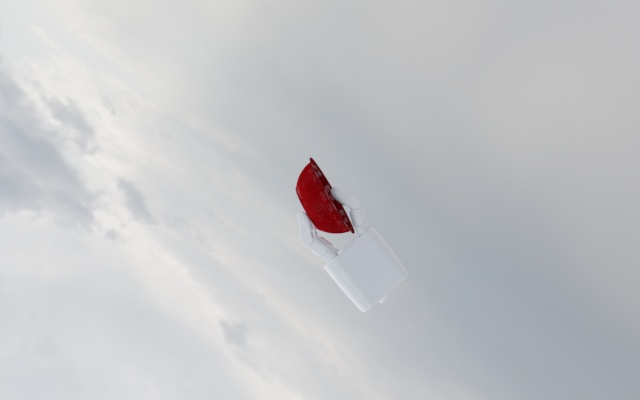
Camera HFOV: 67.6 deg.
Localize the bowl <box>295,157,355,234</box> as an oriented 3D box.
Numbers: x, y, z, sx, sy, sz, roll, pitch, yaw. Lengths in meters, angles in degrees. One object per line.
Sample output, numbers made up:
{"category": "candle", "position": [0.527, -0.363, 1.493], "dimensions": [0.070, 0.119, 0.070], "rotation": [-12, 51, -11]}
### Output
{"category": "bowl", "position": [-0.001, 0.002, 0.877], "dimensions": [0.055, 0.162, 0.162], "rotation": [-30, -4, 6]}
